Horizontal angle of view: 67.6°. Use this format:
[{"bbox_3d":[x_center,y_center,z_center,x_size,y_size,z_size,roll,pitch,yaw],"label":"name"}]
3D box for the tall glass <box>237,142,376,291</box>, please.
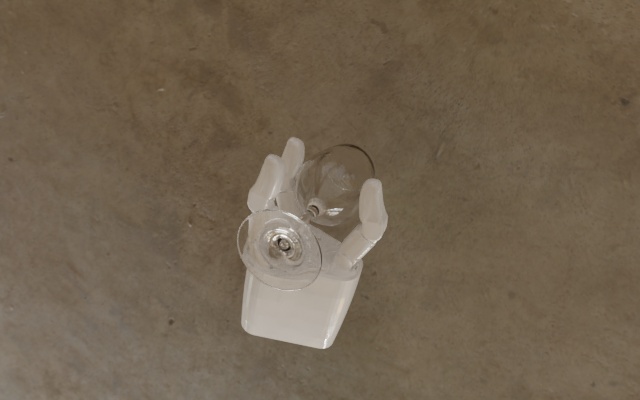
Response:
[{"bbox_3d":[0.000,0.002,0.464,0.079,0.079,0.201,0,24,22],"label":"tall glass"}]
